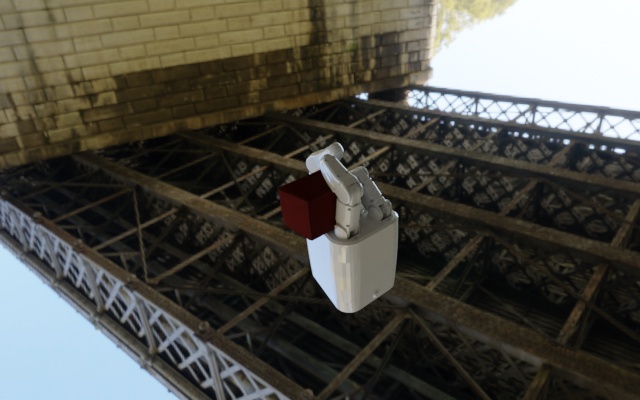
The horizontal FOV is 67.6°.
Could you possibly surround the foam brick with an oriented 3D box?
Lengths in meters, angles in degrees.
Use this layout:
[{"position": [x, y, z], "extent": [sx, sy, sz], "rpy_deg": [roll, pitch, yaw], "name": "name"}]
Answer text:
[{"position": [0.000, 0.002, 0.545], "extent": [0.078, 0.051, 0.053], "rpy_deg": [-25, 35, -34], "name": "foam brick"}]
